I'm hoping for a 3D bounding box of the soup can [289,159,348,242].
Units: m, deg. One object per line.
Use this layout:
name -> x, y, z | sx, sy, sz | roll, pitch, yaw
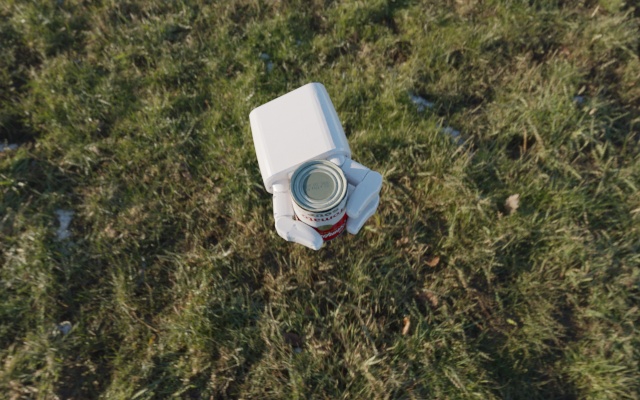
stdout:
soup can -> 0.000, 0.002, 0.575 | 0.068, 0.068, 0.102 | 0, -23, 3
